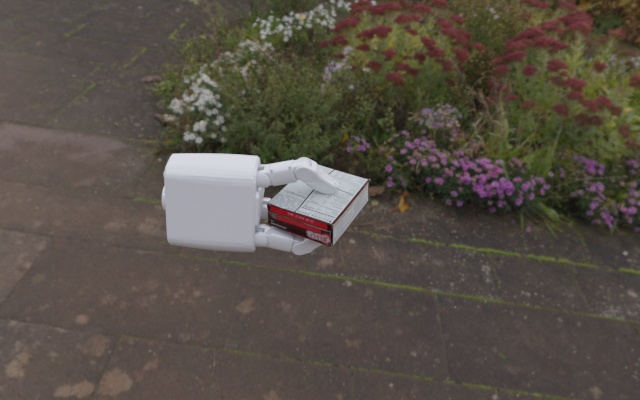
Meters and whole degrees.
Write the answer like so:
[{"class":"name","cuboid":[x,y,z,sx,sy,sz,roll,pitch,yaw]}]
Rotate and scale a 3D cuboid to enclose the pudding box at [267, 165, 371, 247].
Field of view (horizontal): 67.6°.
[{"class":"pudding box","cuboid":[0.000,0.002,0.594,0.090,0.039,0.113,19,41,22]}]
